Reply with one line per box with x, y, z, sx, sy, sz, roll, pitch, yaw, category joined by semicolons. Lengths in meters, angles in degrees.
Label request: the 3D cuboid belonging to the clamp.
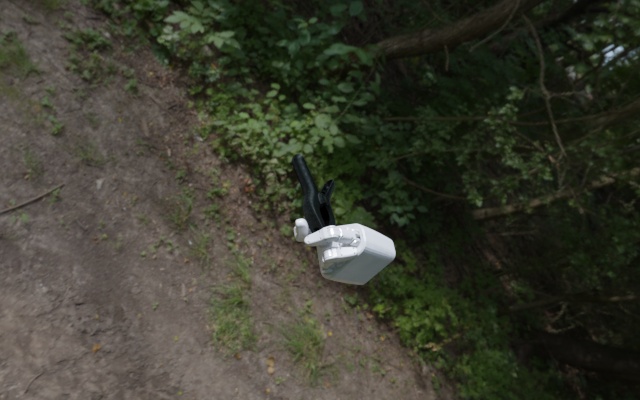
0.001;0.003;0.891;0.039;0.171;0.120;-29;-32;32;clamp
